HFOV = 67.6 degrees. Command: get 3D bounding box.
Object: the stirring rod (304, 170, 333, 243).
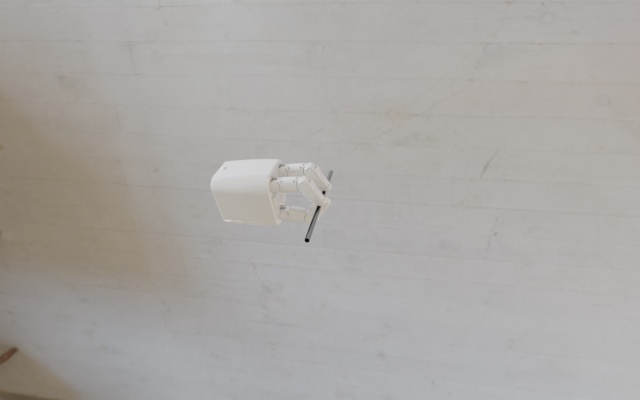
[{"bbox_3d":[0.000,0.003,0.825,0.011,0.011,0.239,0,29,11],"label":"stirring rod"}]
